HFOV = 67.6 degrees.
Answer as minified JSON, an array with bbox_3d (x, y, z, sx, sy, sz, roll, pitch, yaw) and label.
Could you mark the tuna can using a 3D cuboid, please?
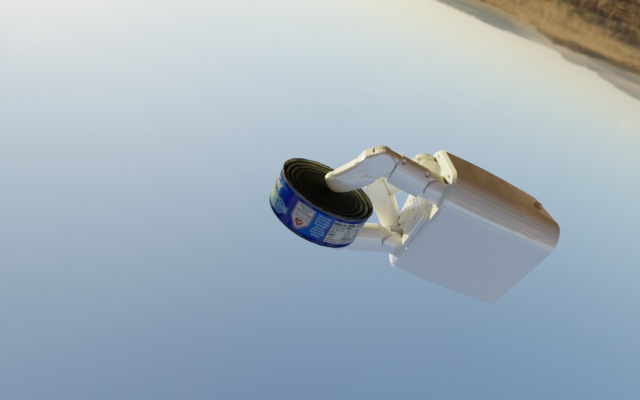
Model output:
[{"bbox_3d":[0.000,0.002,0.410,0.086,0.034,0.086,24,26,-13],"label":"tuna can"}]
